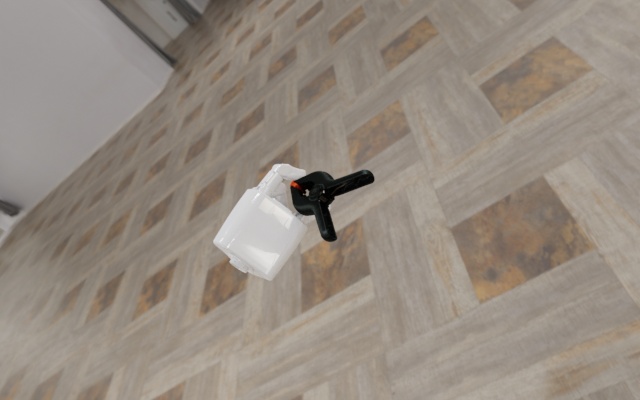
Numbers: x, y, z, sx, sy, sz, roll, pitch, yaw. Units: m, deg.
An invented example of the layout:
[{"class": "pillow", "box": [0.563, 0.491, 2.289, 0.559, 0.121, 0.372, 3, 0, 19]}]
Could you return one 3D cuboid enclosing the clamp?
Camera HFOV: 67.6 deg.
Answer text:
[{"class": "clamp", "box": [0.000, 0.002, 0.744, 0.039, 0.120, 0.171, 45, -22, -29]}]
